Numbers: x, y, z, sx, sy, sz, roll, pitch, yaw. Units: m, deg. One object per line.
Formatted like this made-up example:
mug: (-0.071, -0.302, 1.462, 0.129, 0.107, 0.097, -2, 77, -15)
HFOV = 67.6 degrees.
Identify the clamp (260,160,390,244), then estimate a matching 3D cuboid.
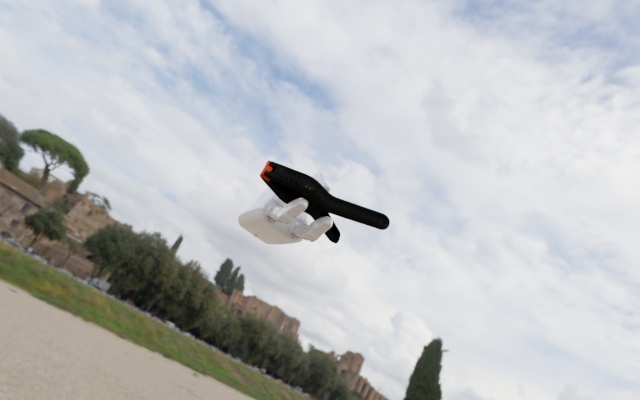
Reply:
clamp: (0.000, 0.002, 0.772, 0.210, 0.036, 0.164, 37, -29, -24)
